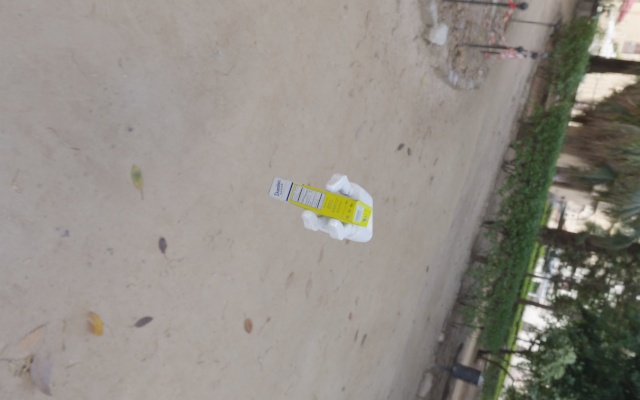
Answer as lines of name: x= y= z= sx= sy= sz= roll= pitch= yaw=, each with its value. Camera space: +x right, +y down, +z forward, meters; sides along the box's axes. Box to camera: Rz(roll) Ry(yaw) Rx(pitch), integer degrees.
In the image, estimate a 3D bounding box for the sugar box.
sugar box: x=0.000 y=0.004 z=0.896 sx=0.176 sy=0.048 sz=0.093 roll=14 pitch=-4 yaw=24
